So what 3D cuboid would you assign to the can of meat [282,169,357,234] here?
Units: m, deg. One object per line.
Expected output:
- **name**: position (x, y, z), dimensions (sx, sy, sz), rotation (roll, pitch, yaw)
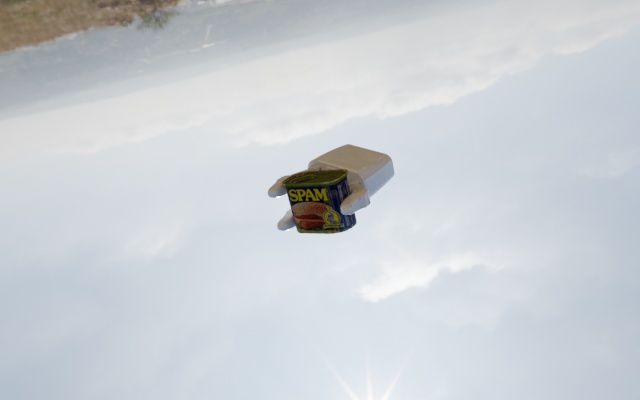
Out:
- **can of meat**: position (0.000, 0.003, 0.725), dimensions (0.102, 0.084, 0.057), rotation (-1, 22, 34)
